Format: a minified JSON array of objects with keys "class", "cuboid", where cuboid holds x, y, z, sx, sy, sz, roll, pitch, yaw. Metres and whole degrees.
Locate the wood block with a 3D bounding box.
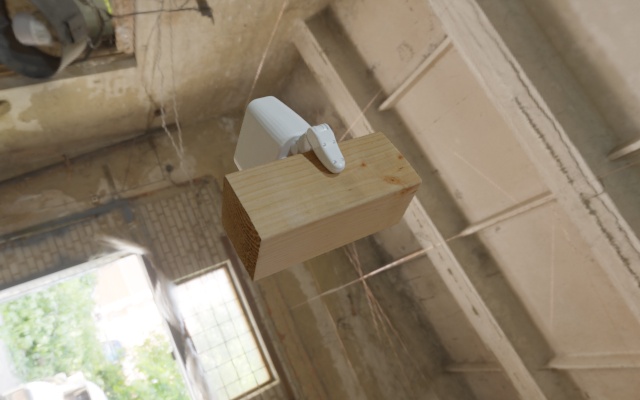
[{"class":"wood block","cuboid":[0.000,0.001,0.552,0.206,0.090,0.091,-19,-31,-26]}]
